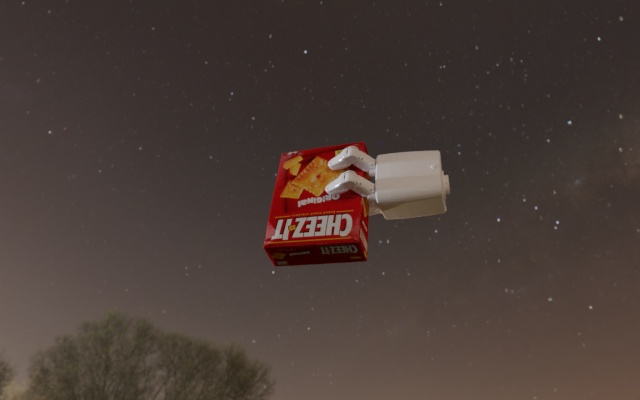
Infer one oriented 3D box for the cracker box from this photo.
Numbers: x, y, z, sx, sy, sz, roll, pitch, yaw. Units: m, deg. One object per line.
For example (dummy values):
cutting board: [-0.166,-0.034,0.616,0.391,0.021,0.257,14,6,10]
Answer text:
cracker box: [0.000,0.003,0.834,0.164,0.213,0.072,-6,-39,17]
